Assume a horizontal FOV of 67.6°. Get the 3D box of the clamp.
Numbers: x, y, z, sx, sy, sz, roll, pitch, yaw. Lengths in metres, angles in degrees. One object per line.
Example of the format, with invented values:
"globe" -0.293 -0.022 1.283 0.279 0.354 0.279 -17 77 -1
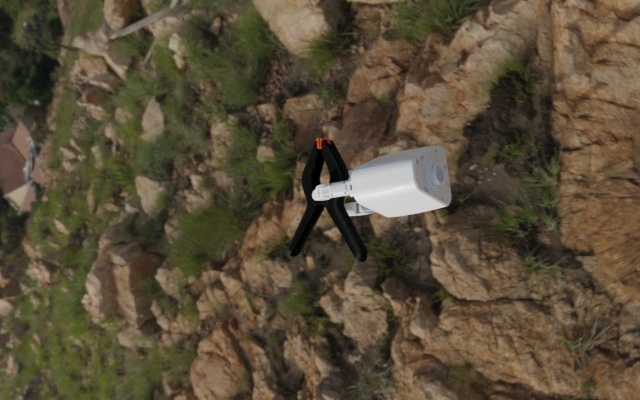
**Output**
"clamp" 0.000 0.002 0.804 0.164 0.210 0.036 -10 -7 40
